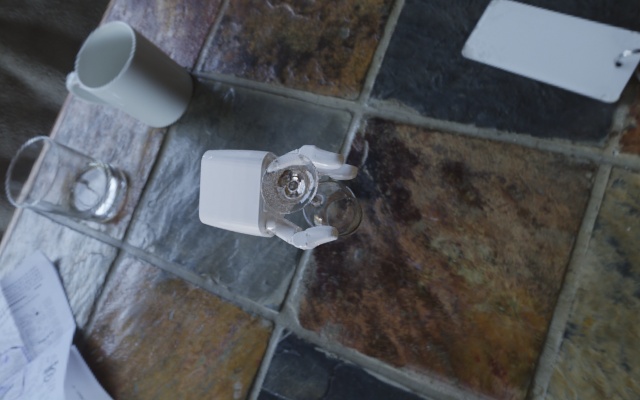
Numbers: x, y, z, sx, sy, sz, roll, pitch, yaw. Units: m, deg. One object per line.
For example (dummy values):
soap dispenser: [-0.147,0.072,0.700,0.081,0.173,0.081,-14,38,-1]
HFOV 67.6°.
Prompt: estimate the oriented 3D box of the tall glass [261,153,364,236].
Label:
tall glass: [0.000,0.002,0.648,0.079,0.079,0.201,0,-13,23]
